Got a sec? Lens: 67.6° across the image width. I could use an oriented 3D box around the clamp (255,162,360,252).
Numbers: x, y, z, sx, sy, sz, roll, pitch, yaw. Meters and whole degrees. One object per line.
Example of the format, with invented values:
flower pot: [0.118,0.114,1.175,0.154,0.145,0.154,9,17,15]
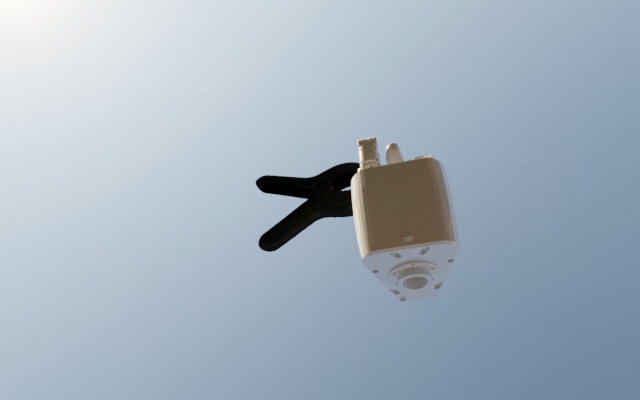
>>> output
clamp: [0.000,0.002,0.559,0.171,0.120,0.039,-11,-41,12]
